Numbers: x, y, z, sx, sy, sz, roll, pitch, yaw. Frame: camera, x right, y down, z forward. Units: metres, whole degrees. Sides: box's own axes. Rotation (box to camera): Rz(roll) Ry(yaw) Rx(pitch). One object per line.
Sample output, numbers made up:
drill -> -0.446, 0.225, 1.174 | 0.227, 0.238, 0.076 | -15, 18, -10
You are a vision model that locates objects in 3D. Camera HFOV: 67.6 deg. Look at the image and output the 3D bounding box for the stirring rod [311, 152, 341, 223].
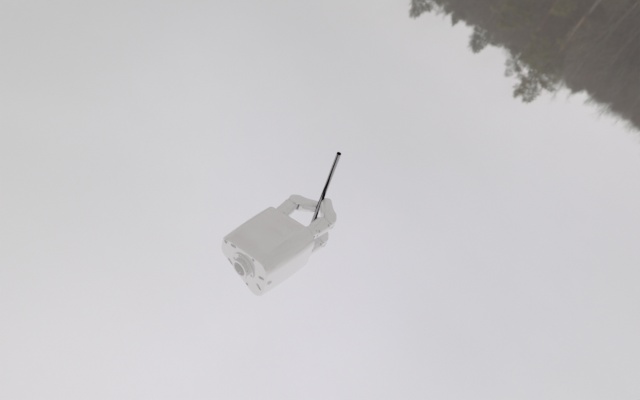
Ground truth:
stirring rod -> 0.000, 0.003, 0.843 | 0.011, 0.011, 0.240 | 0, -40, -18
